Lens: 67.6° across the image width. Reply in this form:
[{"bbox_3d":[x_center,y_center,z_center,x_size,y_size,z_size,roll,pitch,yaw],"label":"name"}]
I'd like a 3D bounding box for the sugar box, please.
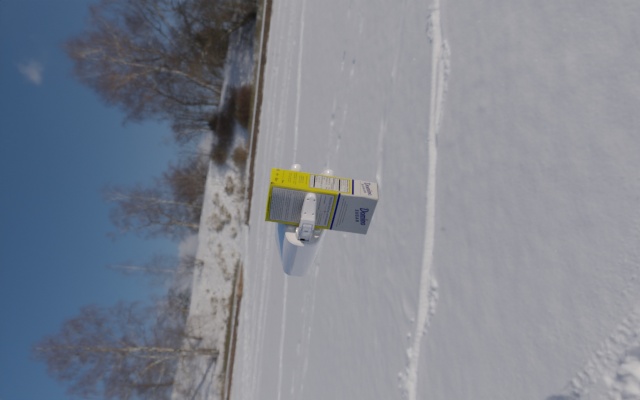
[{"bbox_3d":[0.000,0.002,0.792,0.176,0.048,0.093,7,-44,-7],"label":"sugar box"}]
